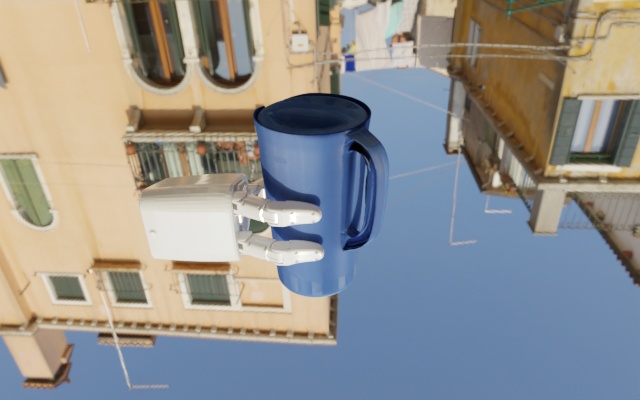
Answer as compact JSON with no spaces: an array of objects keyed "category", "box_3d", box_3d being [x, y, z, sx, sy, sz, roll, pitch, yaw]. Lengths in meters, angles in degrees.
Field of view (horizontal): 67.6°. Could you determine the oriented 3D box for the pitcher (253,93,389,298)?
[{"category":"pitcher","box_3d":[0.000,0.002,0.588,0.145,0.243,0.149,-2,31,0]}]
